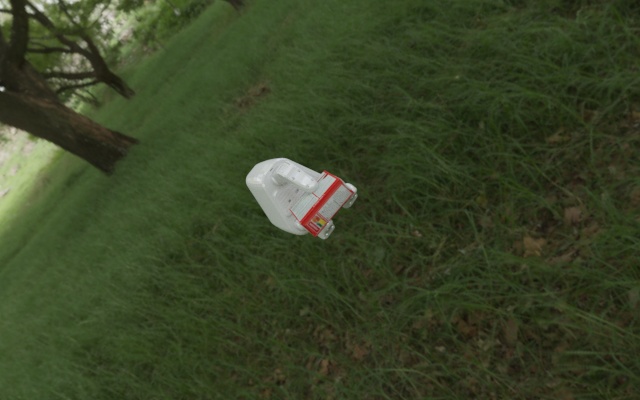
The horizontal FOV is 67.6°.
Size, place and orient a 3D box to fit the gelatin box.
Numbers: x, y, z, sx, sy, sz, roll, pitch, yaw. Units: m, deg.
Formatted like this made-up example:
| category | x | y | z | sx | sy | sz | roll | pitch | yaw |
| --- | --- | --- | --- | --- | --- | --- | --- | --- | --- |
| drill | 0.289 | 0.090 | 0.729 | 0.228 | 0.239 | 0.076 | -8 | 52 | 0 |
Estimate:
| category | x | y | z | sx | sy | sz | roll | pitch | yaw |
| --- | --- | --- | --- | --- | --- | --- | --- | --- | --- |
| gelatin box | 0.000 | 0.002 | 0.614 | 0.030 | 0.073 | 0.089 | 41 | 0 | -16 |
